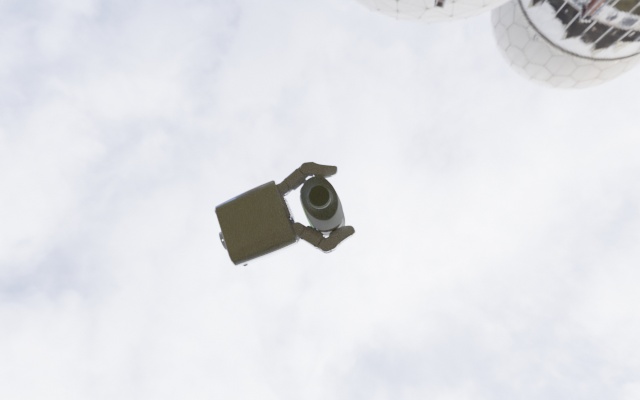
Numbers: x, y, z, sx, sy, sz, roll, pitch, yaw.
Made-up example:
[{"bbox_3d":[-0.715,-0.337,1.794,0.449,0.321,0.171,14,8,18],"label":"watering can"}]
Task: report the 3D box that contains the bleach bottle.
[{"bbox_3d":[0.000,0.003,0.755,0.068,0.102,0.251,-24,-8,-1],"label":"bleach bottle"}]
